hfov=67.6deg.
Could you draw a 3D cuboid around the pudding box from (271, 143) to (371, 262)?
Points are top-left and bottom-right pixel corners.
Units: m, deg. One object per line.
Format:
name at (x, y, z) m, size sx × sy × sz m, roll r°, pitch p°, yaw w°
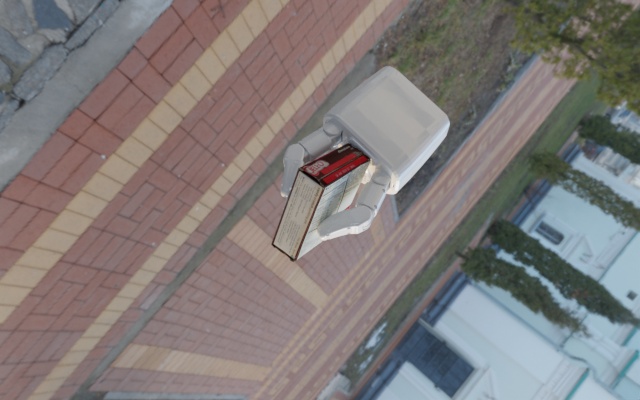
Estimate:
pudding box at (0.000, 0.002, 0.516) m, size 0.039 × 0.114 × 0.090 m, roll 36°, pitch 39°, yaw 20°
